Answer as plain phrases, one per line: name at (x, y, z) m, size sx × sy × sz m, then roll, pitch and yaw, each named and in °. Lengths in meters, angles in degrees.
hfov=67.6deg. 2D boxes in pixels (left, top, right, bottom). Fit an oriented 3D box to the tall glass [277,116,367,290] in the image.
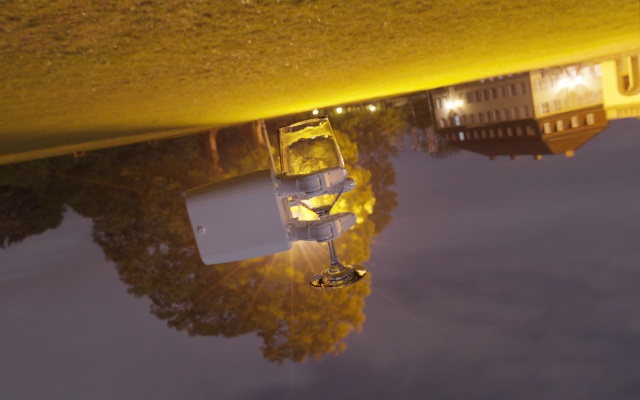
tall glass at (0.000, 0.003, 0.586) m, size 0.079 × 0.201 × 0.079 m, roll -12°, pitch 11°, yaw 2°
